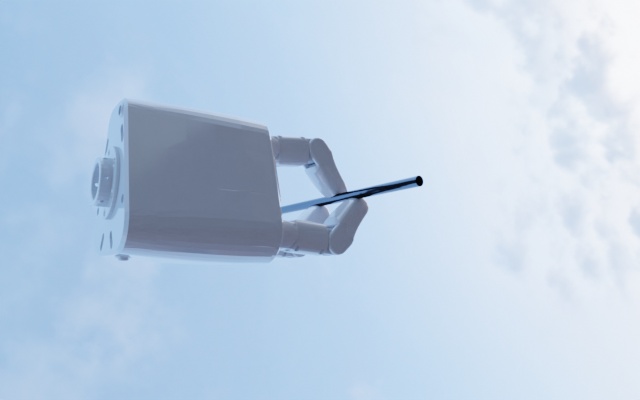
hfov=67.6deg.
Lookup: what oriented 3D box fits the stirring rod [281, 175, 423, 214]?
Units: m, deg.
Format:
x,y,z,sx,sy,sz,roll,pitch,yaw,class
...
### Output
x,y,z,sx,sy,sz,roll,pitch,yaw,class
0.000,0.001,0.433,0.011,0.011,0.239,0,-7,-36,stirring rod
